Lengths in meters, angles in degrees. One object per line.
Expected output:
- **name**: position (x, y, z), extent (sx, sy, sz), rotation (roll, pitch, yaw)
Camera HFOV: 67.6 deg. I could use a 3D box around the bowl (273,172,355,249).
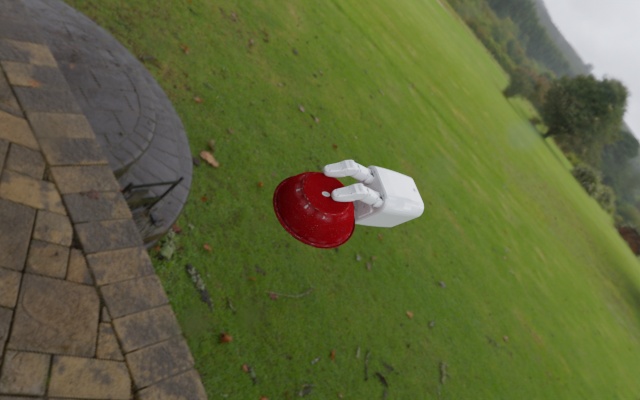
- **bowl**: position (-0.001, 0.003, 0.840), extent (0.162, 0.162, 0.055), rotation (0, -36, -29)
